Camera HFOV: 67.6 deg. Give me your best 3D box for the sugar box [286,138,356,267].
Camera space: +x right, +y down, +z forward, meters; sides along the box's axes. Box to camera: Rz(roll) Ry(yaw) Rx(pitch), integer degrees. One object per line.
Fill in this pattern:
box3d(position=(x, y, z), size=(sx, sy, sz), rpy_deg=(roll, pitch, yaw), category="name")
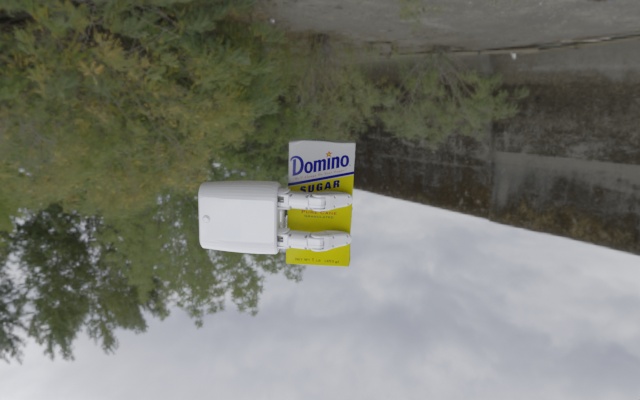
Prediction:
box3d(position=(0.000, 0.002, 0.676), size=(0.093, 0.176, 0.048), rpy_deg=(2, 12, 3), category="sugar box")
